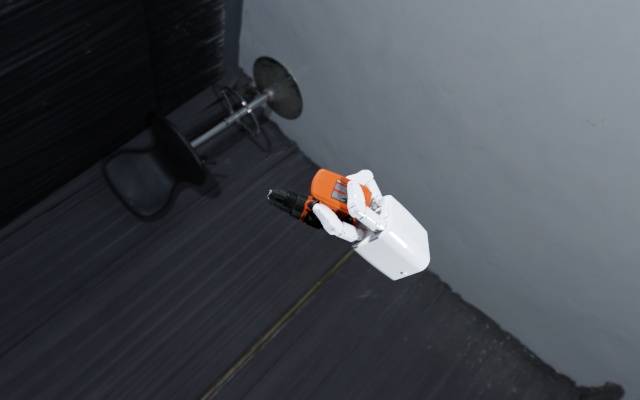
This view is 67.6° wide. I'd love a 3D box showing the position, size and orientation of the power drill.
[{"bbox_3d":[0.000,0.003,0.872,0.184,0.057,0.188,21,-18,-8],"label":"power drill"}]
